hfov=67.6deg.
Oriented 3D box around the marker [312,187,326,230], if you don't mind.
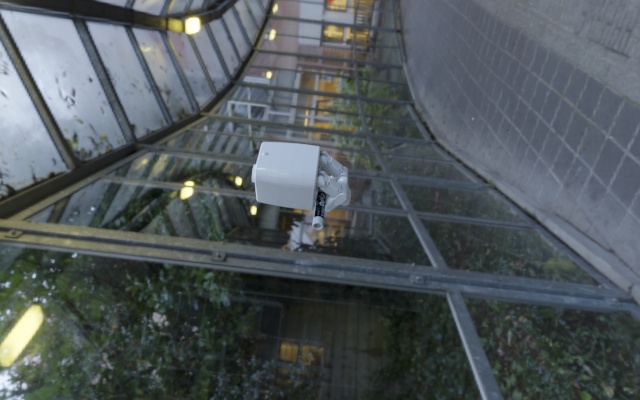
[{"bbox_3d":[0.000,0.003,0.846,0.020,0.020,0.121,0,43,6],"label":"marker"}]
